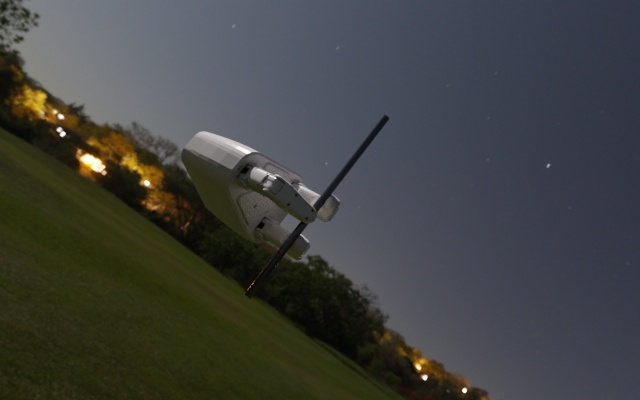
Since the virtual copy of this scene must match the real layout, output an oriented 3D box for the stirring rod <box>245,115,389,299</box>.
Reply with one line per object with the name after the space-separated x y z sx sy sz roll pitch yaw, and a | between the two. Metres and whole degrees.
0.000 0.002 0.495 0.011 0.239 0.011 35 -13 10 | stirring rod
